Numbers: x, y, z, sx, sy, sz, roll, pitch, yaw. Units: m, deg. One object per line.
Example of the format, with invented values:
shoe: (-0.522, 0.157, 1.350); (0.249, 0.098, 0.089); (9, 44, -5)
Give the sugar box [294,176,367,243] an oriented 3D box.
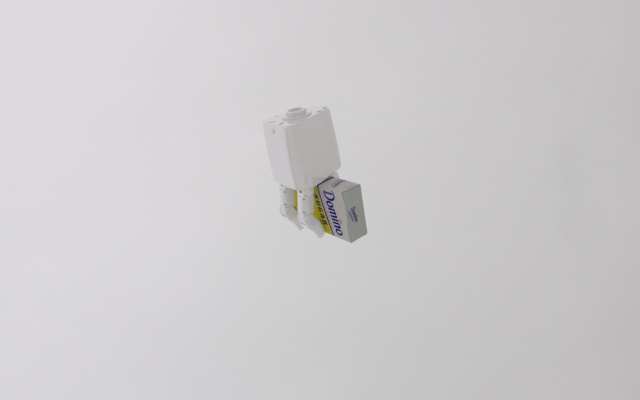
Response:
sugar box: (0.000, 0.003, 0.817); (0.048, 0.093, 0.176); (-26, 28, -30)
